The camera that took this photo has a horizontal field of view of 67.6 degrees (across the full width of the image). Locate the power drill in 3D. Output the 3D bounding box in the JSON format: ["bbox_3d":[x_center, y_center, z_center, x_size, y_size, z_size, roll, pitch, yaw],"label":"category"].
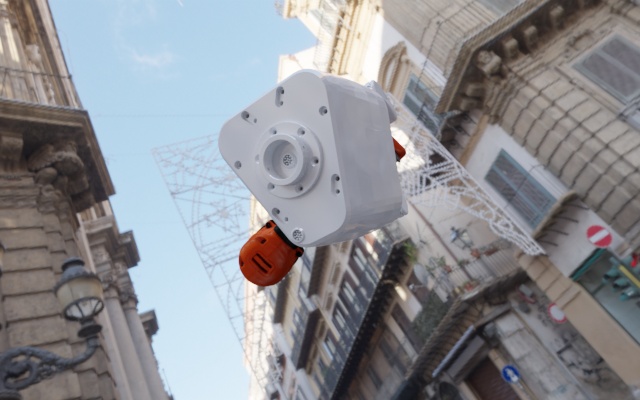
[{"bbox_3d":[0.000,0.001,0.491,0.057,0.187,0.184,42,4,-2],"label":"power drill"}]
